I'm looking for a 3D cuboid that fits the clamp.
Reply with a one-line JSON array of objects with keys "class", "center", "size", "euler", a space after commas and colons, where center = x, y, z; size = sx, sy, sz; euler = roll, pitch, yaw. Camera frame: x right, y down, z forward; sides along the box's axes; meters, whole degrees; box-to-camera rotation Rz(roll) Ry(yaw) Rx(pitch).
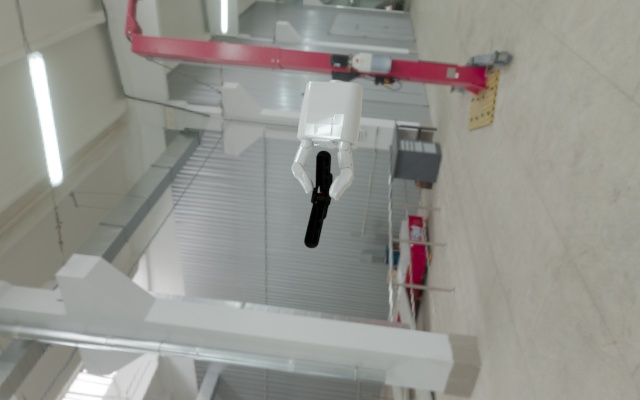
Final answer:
[{"class": "clamp", "center": [-0.001, 0.003, 0.883], "size": [0.036, 0.164, 0.210], "euler": [10, -2, 4]}]
